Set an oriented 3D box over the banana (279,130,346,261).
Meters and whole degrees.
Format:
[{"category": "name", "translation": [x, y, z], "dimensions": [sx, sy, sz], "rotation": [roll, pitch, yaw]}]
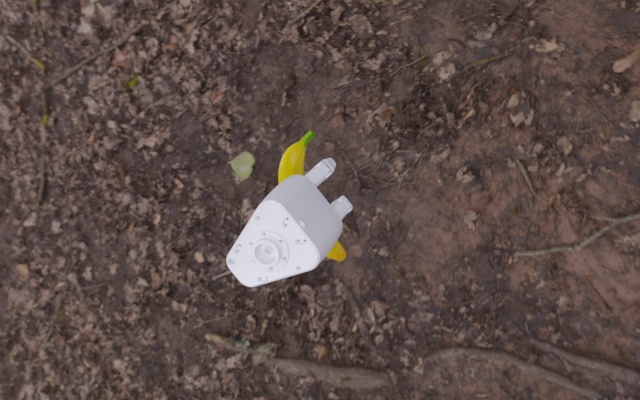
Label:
[{"category": "banana", "translation": [-0.019, 0.003, 0.693], "dimensions": [0.069, 0.198, 0.037], "rotation": [-13, 12, 11]}]
